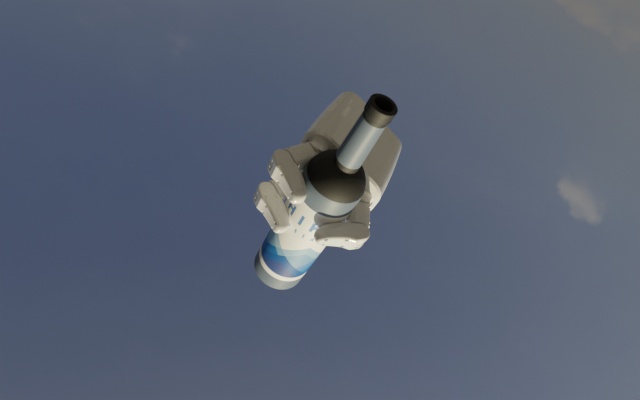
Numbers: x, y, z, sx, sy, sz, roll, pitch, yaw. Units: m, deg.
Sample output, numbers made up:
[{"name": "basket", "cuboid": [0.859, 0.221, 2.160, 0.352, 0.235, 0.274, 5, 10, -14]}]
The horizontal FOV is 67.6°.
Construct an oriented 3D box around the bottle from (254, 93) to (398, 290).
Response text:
[{"name": "bottle", "cuboid": [0.000, 0.002, 0.520, 0.069, 0.069, 0.296, 0, -35, -27]}]
